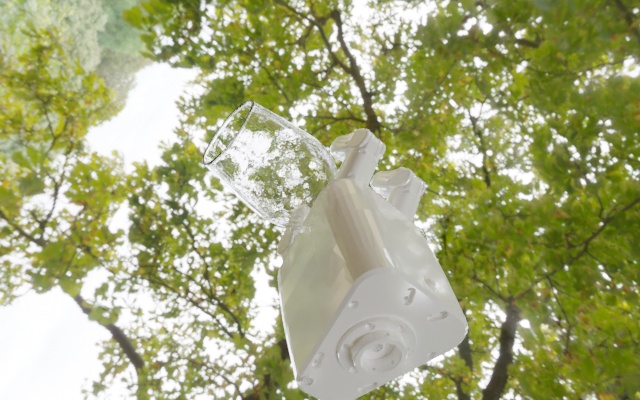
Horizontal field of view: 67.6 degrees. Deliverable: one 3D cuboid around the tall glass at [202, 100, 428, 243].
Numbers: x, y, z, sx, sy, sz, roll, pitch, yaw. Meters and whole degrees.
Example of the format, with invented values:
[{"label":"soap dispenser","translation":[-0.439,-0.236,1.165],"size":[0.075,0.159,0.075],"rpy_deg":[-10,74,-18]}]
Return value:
[{"label":"tall glass","translation":[0.000,0.002,0.407],"size":[0.201,0.079,0.079],"rpy_deg":[37,-18,-26]}]
